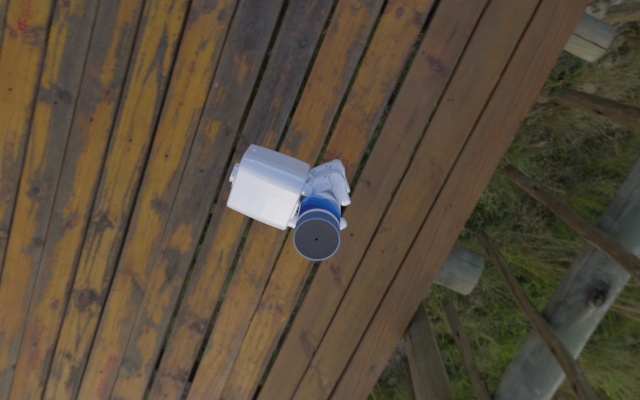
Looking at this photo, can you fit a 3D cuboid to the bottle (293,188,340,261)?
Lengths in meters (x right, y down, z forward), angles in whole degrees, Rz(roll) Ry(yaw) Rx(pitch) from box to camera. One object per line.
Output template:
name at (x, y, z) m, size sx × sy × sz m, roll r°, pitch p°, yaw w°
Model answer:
bottle at (0.000, 0.003, 0.801) m, size 0.069 × 0.069 × 0.295 m, roll 0°, pitch 21°, yaw 2°
